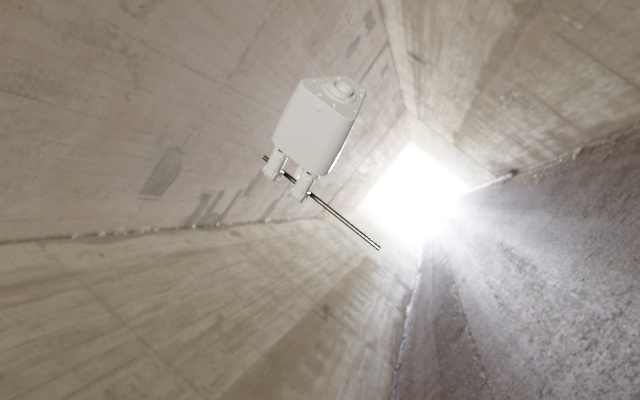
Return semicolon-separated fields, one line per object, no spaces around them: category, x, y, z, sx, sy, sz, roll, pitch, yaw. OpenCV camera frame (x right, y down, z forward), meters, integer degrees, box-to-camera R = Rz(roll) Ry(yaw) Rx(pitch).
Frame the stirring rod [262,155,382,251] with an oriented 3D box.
stirring rod;0.000;0.002;0.764;0.239;0.011;0.011;38;7;9
